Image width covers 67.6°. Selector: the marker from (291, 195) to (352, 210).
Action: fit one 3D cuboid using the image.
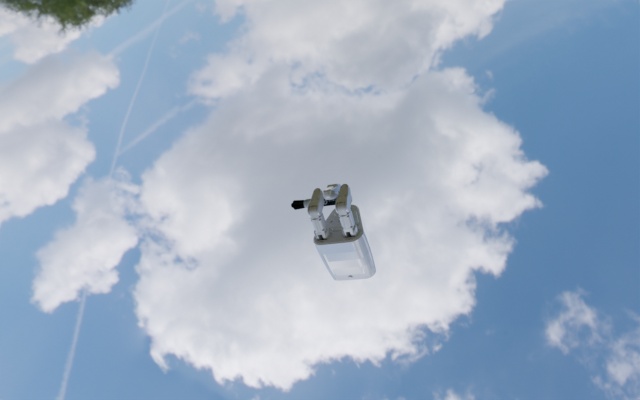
[{"bbox_3d":[0.000,0.003,0.897,0.121,0.020,0.020,-7,-3,23],"label":"marker"}]
